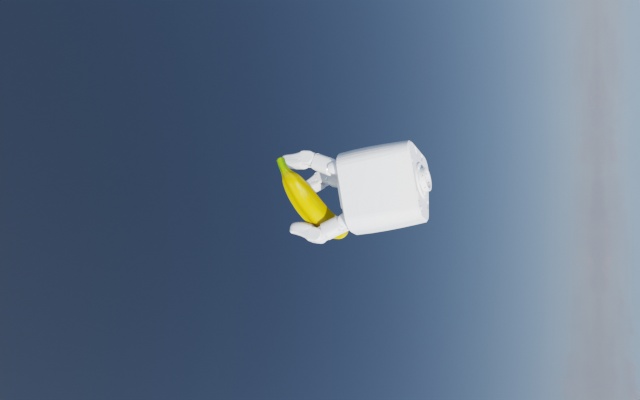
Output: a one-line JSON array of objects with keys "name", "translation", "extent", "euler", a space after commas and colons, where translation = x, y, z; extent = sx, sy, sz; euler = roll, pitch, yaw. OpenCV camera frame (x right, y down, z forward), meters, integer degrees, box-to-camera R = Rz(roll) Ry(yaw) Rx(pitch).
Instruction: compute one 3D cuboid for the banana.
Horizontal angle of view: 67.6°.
[{"name": "banana", "translation": [-0.002, 0.015, 0.729], "extent": [0.037, 0.069, 0.198], "euler": [-20, -45, 22]}]
